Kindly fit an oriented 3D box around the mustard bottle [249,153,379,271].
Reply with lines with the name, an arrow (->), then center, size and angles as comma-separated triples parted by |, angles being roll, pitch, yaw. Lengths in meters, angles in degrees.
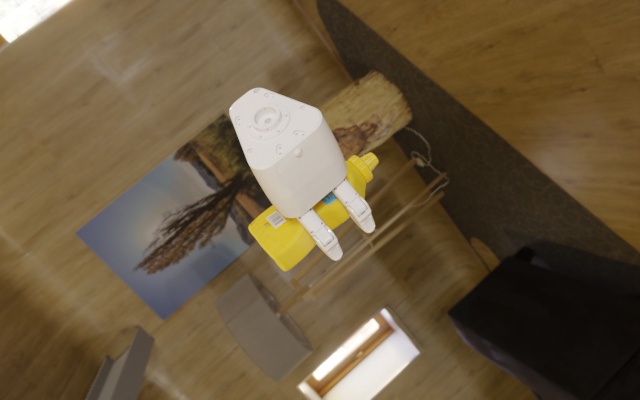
mustard bottle -> 0.000, 0.002, 0.631 | 0.191, 0.058, 0.096 | -40, 35, -7
